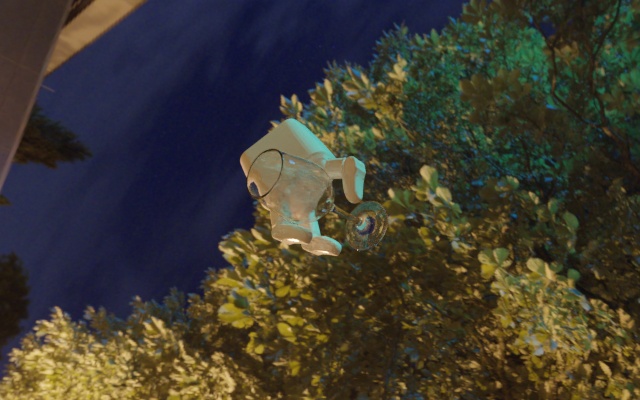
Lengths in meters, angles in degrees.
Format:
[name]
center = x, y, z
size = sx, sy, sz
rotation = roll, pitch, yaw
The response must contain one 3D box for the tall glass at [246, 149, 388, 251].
[tall glass]
center = 0.001, 0.002, 0.613
size = 0.079, 0.079, 0.201
rotation = 0, -20, 43
